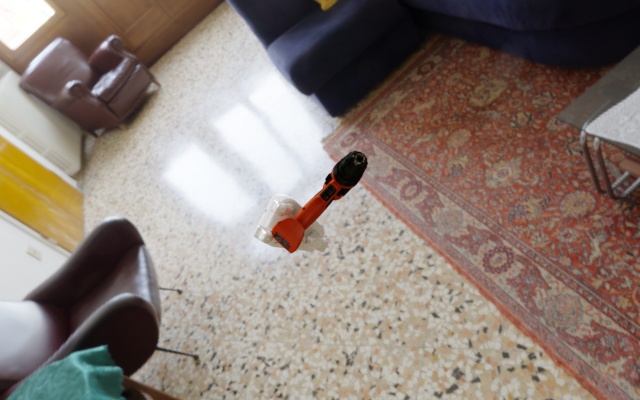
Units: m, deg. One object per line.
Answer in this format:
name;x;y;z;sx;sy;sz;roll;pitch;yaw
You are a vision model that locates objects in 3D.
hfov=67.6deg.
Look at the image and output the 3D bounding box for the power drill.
power drill;0.000;0.003;0.837;0.187;0.057;0.184;-44;-4;-20
